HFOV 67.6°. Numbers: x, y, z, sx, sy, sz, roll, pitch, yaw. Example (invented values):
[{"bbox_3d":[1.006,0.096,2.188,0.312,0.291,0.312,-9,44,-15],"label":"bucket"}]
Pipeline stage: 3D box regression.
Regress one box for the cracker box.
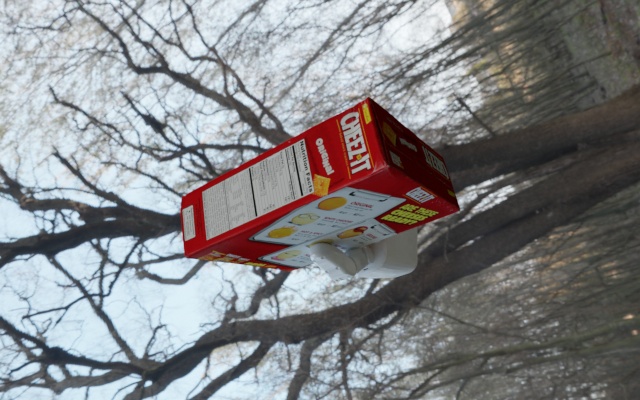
[{"bbox_3d":[0.000,0.002,0.459,0.214,0.072,0.164,-24,-24,27],"label":"cracker box"}]
